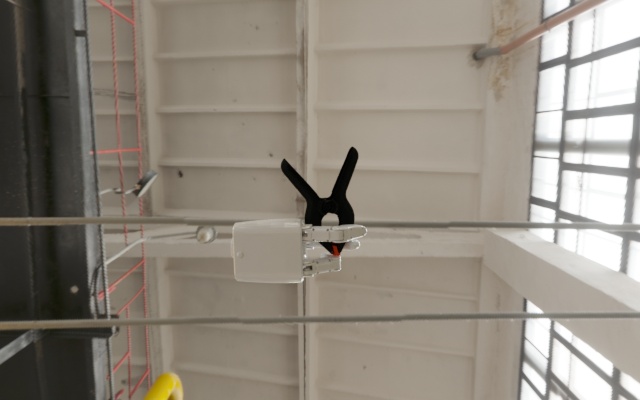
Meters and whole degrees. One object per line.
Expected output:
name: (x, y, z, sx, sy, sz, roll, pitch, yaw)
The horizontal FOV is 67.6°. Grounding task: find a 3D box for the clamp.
clamp: (0.000, 0.003, 0.747, 0.120, 0.171, 0.039, -1, 8, 0)
